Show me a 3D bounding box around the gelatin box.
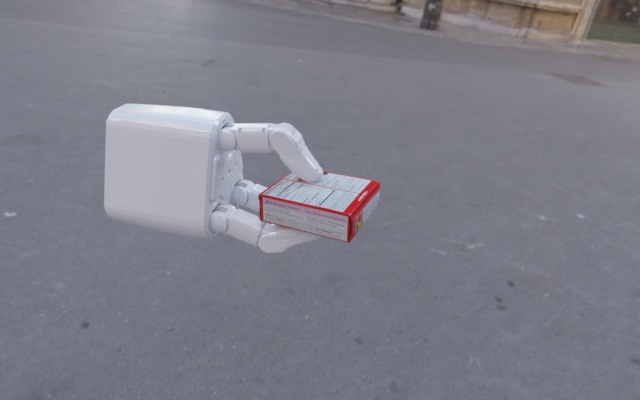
[{"bbox_3d":[0.000,0.001,0.429,0.089,0.030,0.073,11,28,22],"label":"gelatin box"}]
